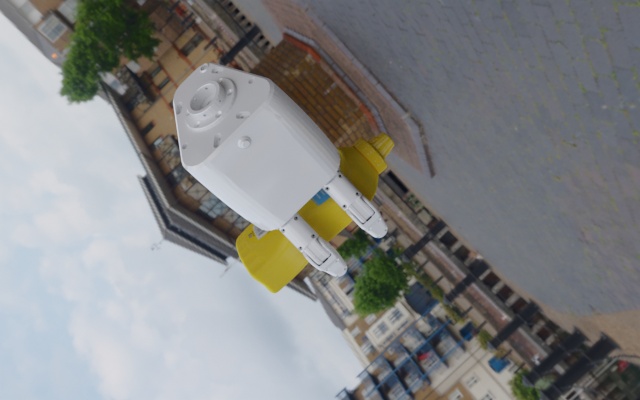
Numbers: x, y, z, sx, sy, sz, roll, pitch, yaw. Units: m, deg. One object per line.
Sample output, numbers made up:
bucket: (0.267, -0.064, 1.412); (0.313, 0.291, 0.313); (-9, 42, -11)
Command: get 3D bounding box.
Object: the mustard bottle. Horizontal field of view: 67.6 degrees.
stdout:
mustard bottle: (0.000, 0.002, 0.491); (0.058, 0.191, 0.096); (45, 3, -25)
